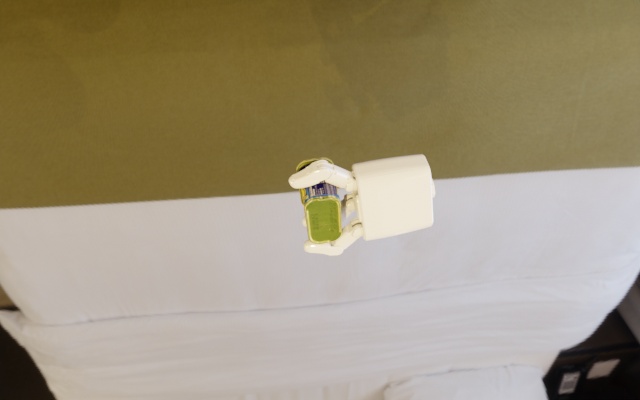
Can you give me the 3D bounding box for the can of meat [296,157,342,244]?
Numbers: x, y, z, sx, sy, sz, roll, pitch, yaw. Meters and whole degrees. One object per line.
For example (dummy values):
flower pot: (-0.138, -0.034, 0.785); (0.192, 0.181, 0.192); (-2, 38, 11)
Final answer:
can of meat: (0.000, 0.003, 0.712); (0.057, 0.083, 0.102); (-9, -44, -3)
